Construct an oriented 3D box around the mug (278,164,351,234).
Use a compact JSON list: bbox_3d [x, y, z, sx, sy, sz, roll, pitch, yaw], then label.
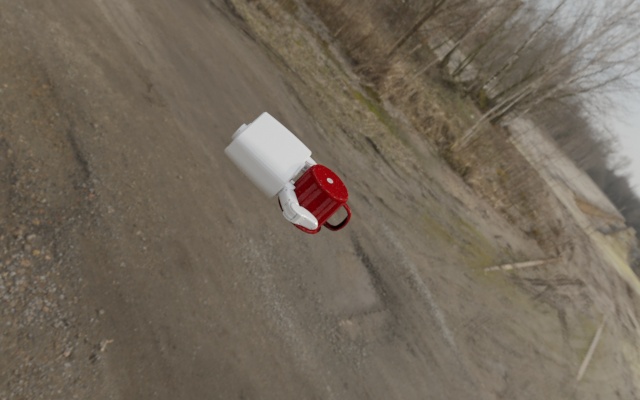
[{"bbox_3d":[0.001,0.003,0.788,0.081,0.117,0.093,-44,10,25],"label":"mug"}]
